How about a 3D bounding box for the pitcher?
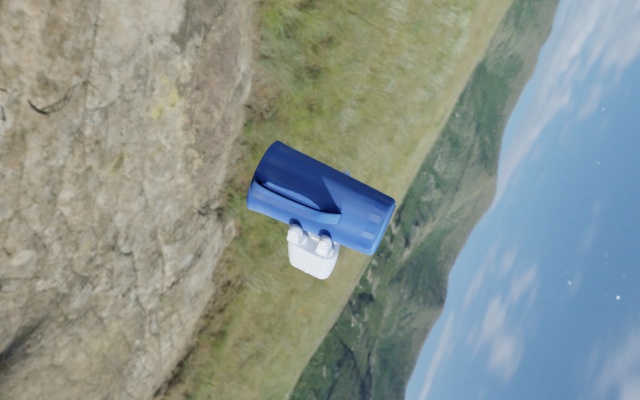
[{"bbox_3d":[0.000,0.003,0.830,0.243,0.149,0.145,24,-30,8],"label":"pitcher"}]
